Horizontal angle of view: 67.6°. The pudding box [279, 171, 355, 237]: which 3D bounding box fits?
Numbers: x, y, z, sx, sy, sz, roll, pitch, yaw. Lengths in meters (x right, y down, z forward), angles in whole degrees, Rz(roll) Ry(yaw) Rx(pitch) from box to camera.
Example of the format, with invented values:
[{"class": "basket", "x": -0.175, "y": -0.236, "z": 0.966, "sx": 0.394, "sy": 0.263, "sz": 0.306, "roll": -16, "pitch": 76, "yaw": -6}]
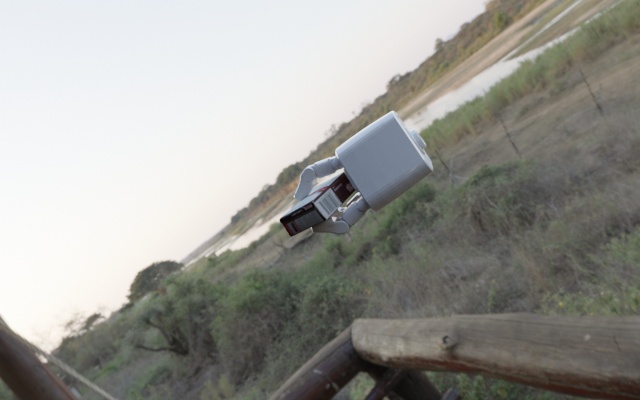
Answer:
[{"class": "pudding box", "x": 0.000, "y": 0.002, "z": 0.752, "sx": 0.090, "sy": 0.039, "sz": 0.113, "roll": -29, "pitch": 8, "yaw": 45}]
